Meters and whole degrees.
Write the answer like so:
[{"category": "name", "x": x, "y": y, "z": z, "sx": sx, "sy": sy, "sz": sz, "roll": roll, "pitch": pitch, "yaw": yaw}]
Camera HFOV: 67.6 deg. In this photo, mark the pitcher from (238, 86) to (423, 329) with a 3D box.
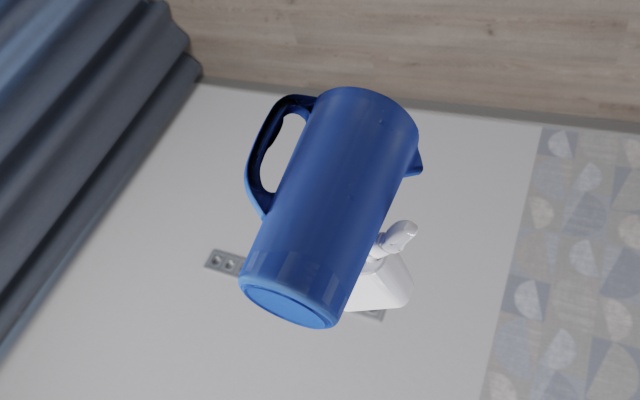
[{"category": "pitcher", "x": 0.000, "y": 0.002, "z": 0.515, "sx": 0.149, "sy": 0.242, "sz": 0.145, "roll": 6, "pitch": -32, "yaw": 33}]
